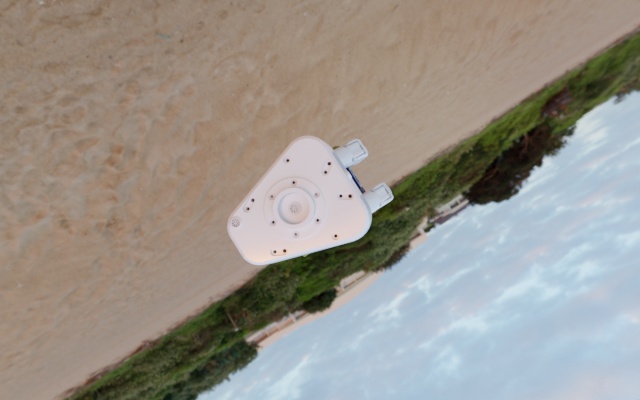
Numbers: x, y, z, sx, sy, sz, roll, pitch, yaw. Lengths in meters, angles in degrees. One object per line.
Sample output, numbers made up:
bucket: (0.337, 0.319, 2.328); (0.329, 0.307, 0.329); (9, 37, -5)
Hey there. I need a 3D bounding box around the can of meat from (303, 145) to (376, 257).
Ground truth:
can of meat: (0.000, 0.002, 0.533); (0.102, 0.084, 0.057); (-32, -3, 0)
